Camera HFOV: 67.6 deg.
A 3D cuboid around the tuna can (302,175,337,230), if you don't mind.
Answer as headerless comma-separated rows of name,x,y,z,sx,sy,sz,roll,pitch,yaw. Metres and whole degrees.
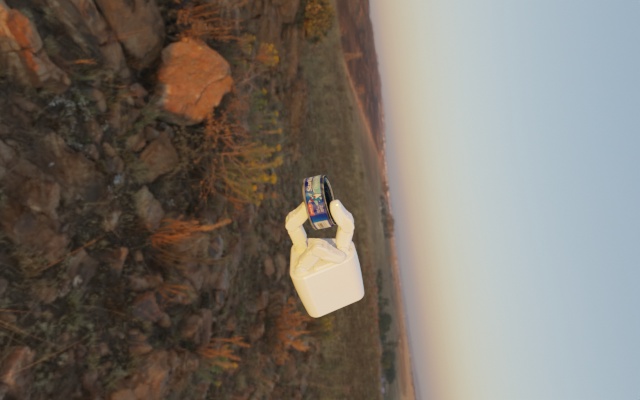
tuna can,0.001,0.002,0.765,0.034,0.086,0.086,-12,-3,12
